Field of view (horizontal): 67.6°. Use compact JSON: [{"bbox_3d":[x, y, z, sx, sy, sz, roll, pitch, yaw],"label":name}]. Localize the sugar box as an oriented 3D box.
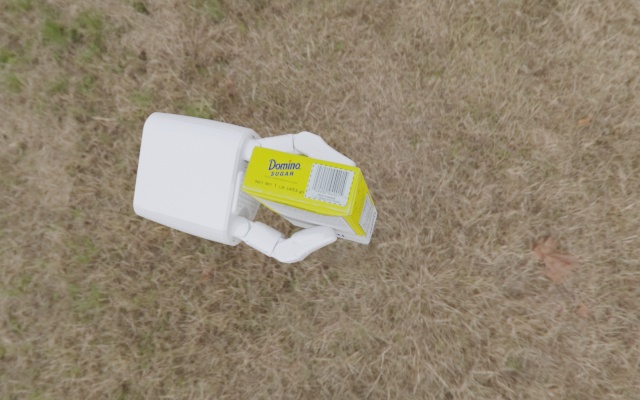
[{"bbox_3d":[0.000,0.001,0.456,0.093,0.048,0.176,14,-7,13],"label":"sugar box"}]
